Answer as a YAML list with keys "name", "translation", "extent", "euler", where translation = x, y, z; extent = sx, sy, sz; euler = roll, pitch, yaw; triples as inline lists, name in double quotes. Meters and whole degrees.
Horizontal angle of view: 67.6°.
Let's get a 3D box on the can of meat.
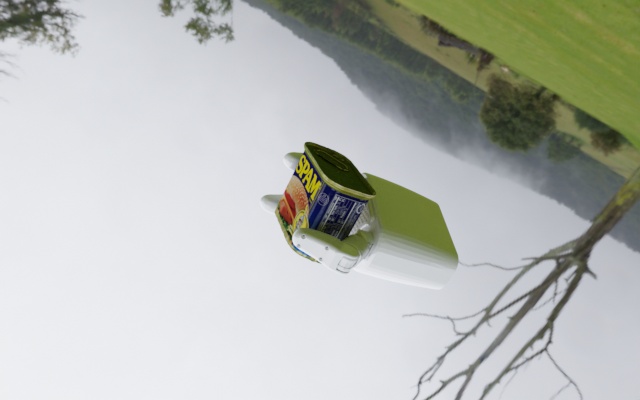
- name: "can of meat"
  translation: [0.000, 0.002, 0.478]
  extent: [0.057, 0.084, 0.102]
  euler: [17, 23, -26]
